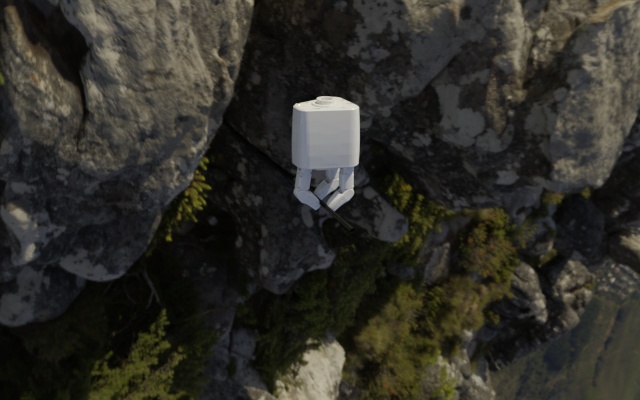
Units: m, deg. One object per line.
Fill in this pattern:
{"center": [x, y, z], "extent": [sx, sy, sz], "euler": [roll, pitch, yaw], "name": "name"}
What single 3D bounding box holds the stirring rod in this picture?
{"center": [0.000, 0.003, 0.889], "extent": [0.011, 0.011, 0.239], "euler": [0, 23, -28], "name": "stirring rod"}
